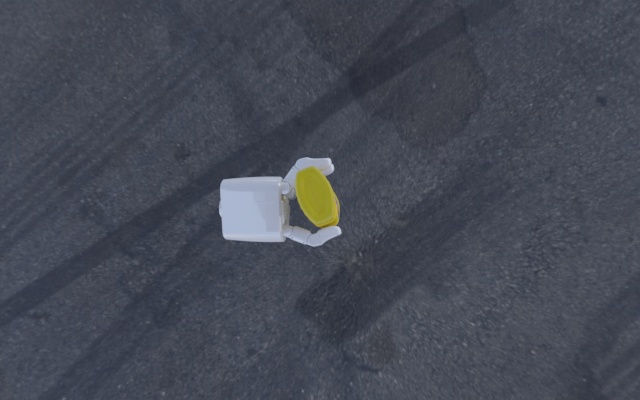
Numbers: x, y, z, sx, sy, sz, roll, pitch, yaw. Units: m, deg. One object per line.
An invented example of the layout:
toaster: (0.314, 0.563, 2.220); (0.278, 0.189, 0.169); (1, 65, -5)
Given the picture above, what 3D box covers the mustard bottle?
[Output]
mustard bottle: (0.000, 0.003, 0.850); (0.058, 0.096, 0.191); (-23, -9, 3)
